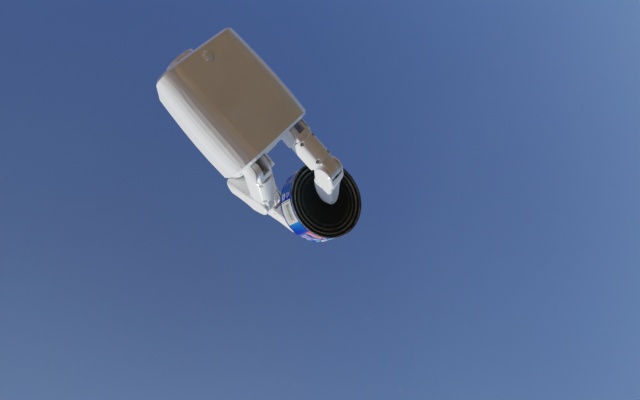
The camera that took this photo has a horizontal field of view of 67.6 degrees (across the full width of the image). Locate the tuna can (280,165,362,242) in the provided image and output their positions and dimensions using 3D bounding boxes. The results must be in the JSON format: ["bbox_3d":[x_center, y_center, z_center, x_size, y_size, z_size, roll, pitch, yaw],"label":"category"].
[{"bbox_3d":[0.000,0.002,0.523,0.086,0.086,0.034,0,-13,-29],"label":"tuna can"}]
